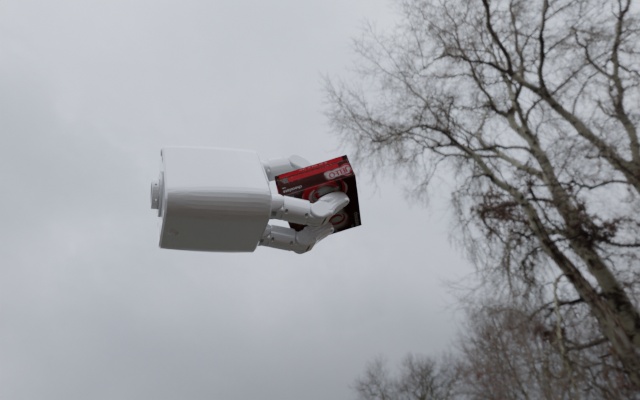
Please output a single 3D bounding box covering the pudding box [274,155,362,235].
[{"bbox_3d":[0.000,0.002,0.583,0.090,0.039,0.114,-16,-33,-1],"label":"pudding box"}]
